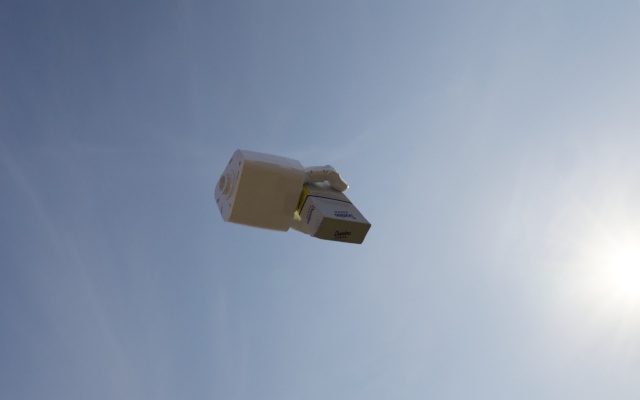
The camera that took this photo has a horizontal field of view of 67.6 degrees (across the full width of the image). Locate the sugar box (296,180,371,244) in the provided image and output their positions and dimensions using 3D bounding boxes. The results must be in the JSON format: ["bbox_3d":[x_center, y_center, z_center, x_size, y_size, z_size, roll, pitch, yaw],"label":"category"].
[{"bbox_3d":[0.000,0.003,0.785,0.093,0.048,0.176,11,28,-32],"label":"sugar box"}]
